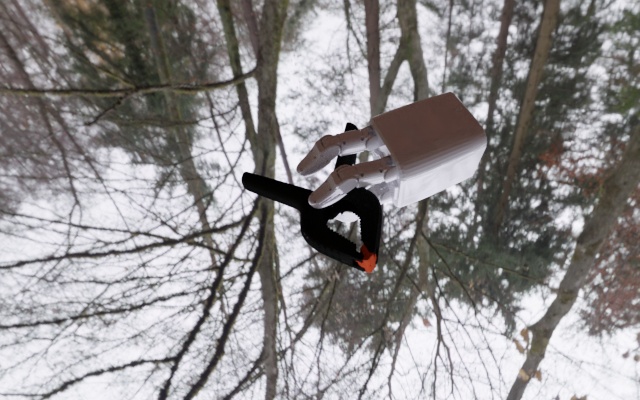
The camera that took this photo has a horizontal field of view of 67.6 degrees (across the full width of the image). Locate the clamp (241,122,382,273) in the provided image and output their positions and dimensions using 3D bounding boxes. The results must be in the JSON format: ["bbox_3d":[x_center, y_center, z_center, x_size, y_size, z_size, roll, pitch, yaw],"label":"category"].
[{"bbox_3d":[0.001,0.003,0.559,0.164,0.209,0.036,-22,-40,-1],"label":"clamp"}]
